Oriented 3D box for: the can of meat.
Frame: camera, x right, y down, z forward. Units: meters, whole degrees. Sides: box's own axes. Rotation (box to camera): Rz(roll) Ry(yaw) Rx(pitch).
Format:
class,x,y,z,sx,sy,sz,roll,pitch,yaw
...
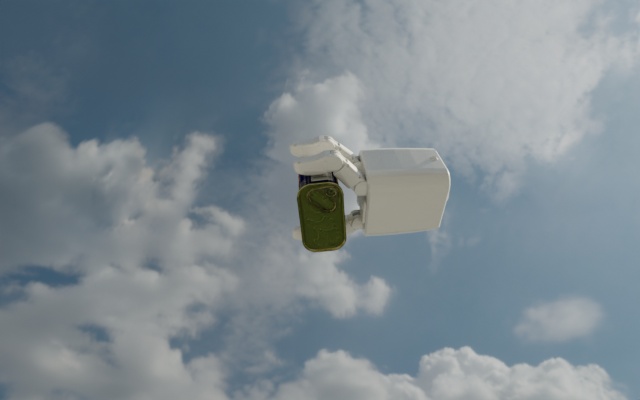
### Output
class,x,y,z,sx,sy,sz,roll,pitch,yaw
can of meat,0.000,0.002,0.630,0.057,0.102,0.084,-6,31,0
